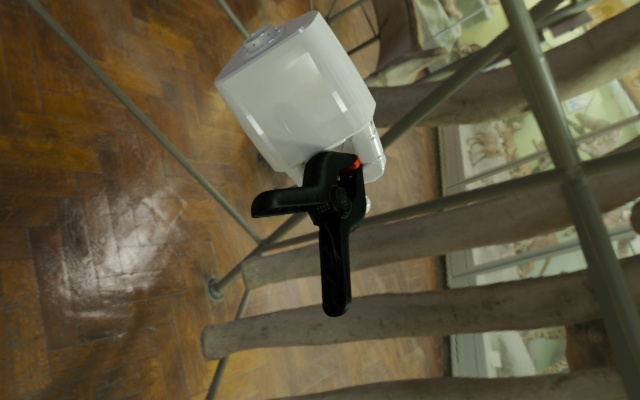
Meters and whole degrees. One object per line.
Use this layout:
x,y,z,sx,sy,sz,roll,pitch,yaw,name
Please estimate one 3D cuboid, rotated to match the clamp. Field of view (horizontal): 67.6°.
0.001,0.001,0.418,0.039,0.120,0.171,-18,34,26,clamp
